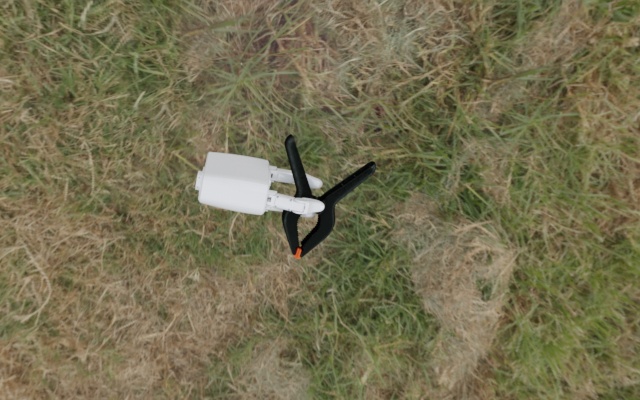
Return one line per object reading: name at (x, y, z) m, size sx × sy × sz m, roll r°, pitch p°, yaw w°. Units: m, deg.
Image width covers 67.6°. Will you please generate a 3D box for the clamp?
clamp at (0.000, 0.003, 0.826) m, size 0.164 × 0.210 × 0.036 m, roll 10°, pitch 14°, yaw -13°
